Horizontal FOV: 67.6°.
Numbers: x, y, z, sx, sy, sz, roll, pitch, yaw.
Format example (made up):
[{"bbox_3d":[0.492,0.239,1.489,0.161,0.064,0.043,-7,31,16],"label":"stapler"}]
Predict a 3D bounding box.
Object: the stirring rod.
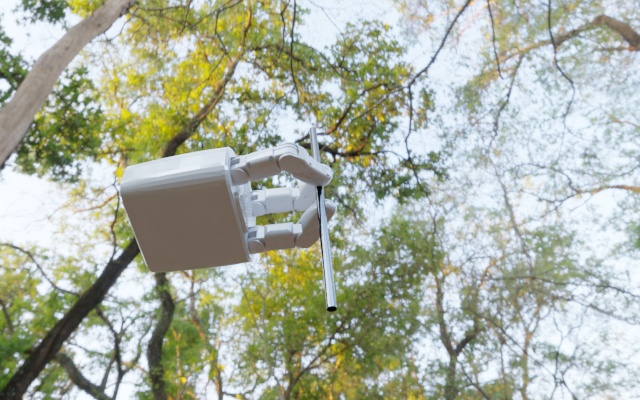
[{"bbox_3d":[0.000,0.002,0.455,0.011,0.011,0.239,0,43,-6],"label":"stirring rod"}]
